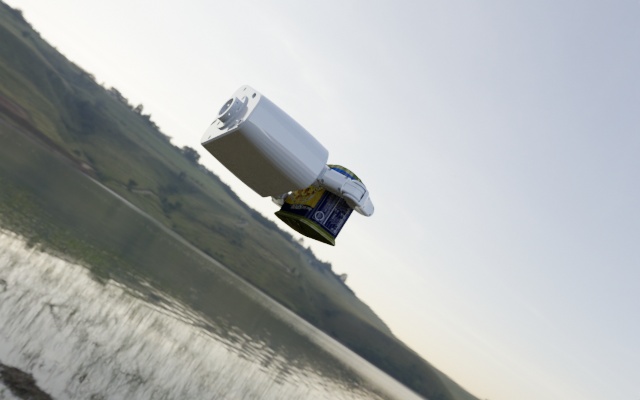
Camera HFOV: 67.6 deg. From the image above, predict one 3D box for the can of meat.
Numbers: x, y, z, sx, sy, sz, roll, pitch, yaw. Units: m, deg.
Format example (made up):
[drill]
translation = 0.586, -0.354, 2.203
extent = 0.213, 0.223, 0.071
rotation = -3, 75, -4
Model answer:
[can of meat]
translation = 0.000, 0.002, 0.597
extent = 0.057, 0.084, 0.102
rotation = 40, -14, -28
